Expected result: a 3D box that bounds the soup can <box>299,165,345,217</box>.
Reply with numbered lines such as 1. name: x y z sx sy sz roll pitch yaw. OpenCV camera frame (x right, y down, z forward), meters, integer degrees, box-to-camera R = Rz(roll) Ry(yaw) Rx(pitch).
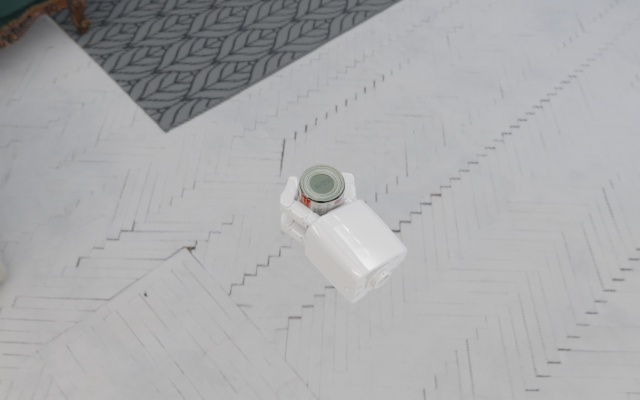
1. soup can: 0.000 0.002 0.723 0.068 0.068 0.102 0 -33 -3
